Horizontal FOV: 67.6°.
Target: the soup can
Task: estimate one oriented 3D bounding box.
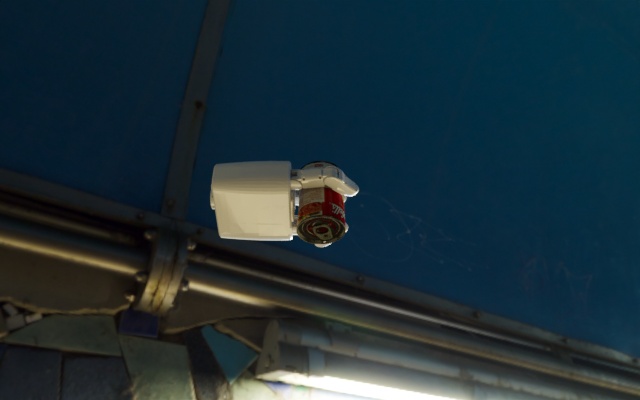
[{"bbox_3d":[0.001,0.002,0.685,0.068,0.102,0.069,-1,-37,0],"label":"soup can"}]
